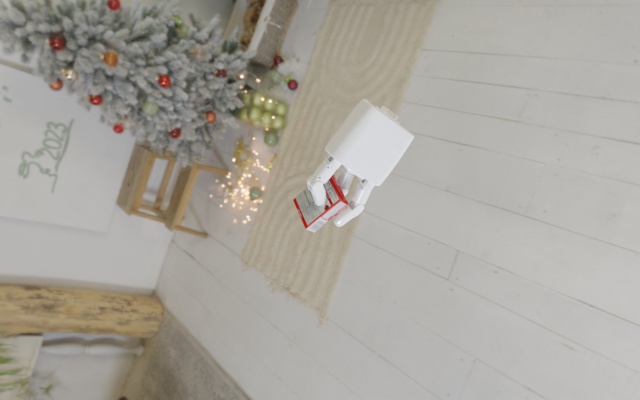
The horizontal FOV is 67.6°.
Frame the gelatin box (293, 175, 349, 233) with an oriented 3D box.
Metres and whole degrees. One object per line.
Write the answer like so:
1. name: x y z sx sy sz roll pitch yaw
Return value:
1. gelatin box: 0.000 0.003 0.860 0.089 0.073 0.030 -40 -39 18
